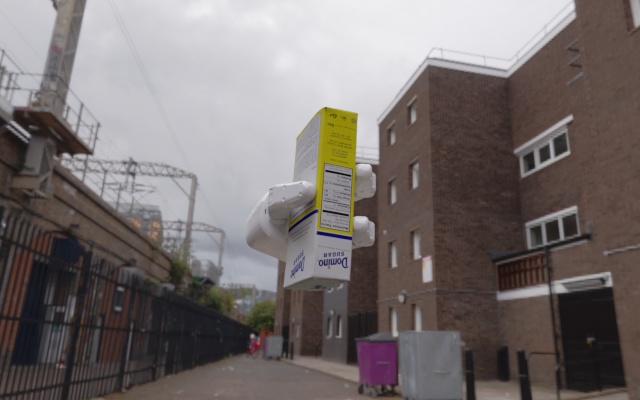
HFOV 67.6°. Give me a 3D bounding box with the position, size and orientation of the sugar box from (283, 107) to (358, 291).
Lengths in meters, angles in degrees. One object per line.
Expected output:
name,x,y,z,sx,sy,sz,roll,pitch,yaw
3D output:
sugar box,0.001,0.002,0.497,0.048,0.176,0.093,8,-18,-19
